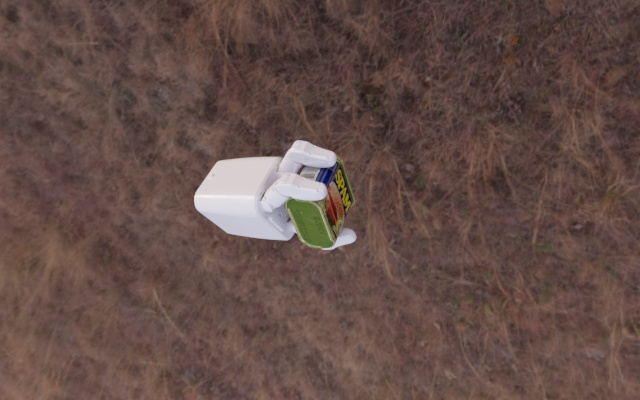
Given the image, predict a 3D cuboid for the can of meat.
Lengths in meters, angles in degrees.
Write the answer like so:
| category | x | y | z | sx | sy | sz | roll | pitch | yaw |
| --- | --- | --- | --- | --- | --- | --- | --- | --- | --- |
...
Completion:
| category | x | y | z | sx | sy | sz | roll | pitch | yaw |
| --- | --- | --- | --- | --- | --- | --- | --- | --- | --- |
| can of meat | 0.000 | 0.002 | 0.633 | 0.057 | 0.084 | 0.102 | 4 | -42 | 25 |
